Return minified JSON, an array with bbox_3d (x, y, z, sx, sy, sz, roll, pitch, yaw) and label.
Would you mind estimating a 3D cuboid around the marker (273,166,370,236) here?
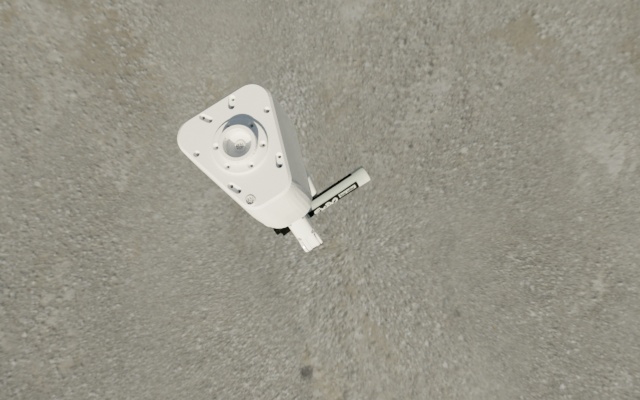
[{"bbox_3d":[0.000,0.002,0.531,0.121,0.020,0.020,-33,0,0],"label":"marker"}]
